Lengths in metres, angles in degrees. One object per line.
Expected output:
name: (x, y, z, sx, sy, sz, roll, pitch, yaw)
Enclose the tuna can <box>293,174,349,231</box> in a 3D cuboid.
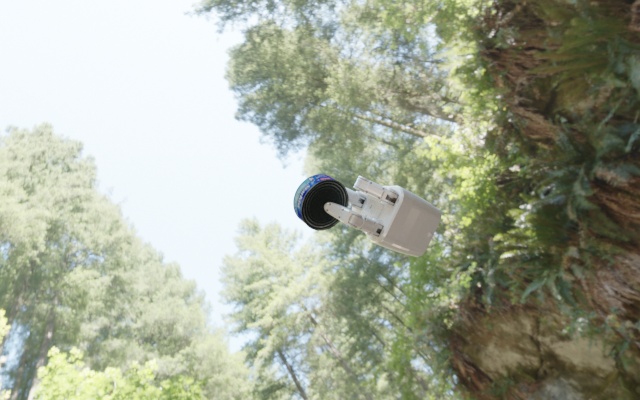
tuna can: (0.000, 0.002, 0.758, 0.086, 0.086, 0.033, 0, 20, -32)
